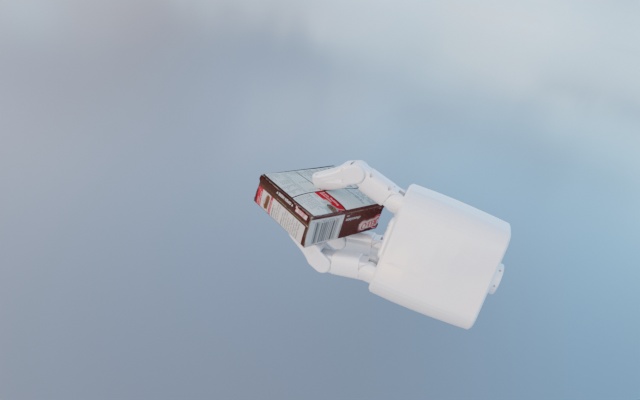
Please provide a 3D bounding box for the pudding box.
[{"bbox_3d":[0.000,0.002,0.516,0.113,0.039,0.090,-8,36,-43],"label":"pudding box"}]
